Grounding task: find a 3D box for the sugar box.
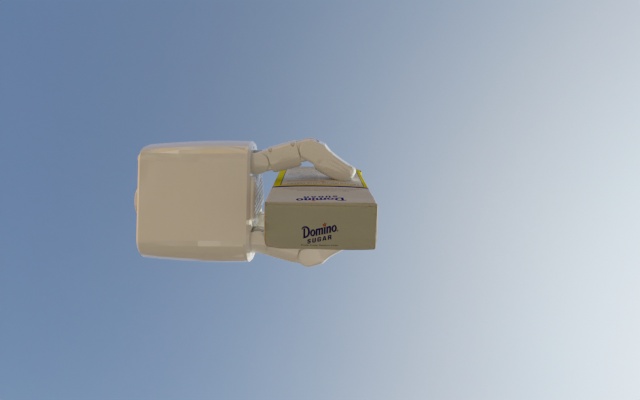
[{"bbox_3d":[0.000,0.002,0.465,0.093,0.048,0.176,1,15,0],"label":"sugar box"}]
